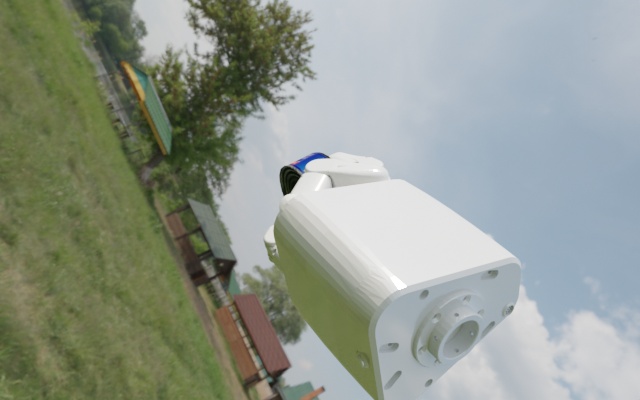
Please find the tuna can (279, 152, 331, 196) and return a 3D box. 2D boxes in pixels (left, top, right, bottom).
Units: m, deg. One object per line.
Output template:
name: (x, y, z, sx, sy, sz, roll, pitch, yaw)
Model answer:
tuna can: (0.001, 0.001, 0.422, 0.033, 0.086, 0.086, -29, 11, -20)
